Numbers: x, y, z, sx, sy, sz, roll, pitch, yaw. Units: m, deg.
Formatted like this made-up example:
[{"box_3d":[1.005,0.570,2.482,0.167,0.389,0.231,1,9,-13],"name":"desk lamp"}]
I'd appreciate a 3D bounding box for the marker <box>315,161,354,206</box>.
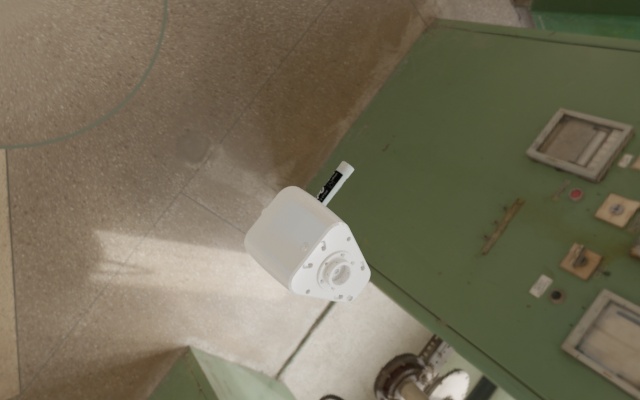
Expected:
[{"box_3d":[0.000,0.002,0.618,0.020,0.121,0.020,37,-3,2],"name":"marker"}]
